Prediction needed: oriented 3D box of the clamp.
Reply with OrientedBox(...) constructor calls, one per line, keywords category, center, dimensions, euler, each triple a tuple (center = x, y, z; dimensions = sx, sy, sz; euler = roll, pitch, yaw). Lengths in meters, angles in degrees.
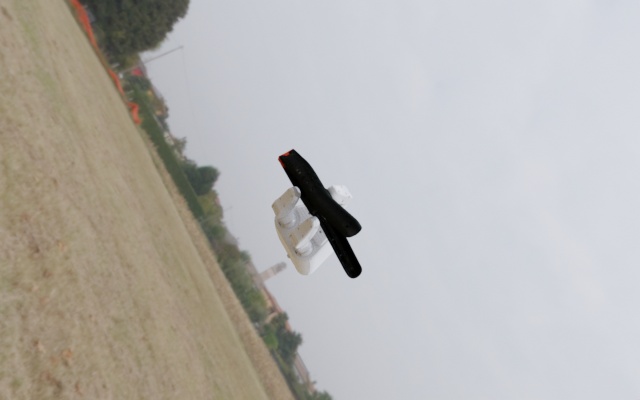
OrientedBox(category="clamp", center=(0.001, 0.001, 0.675), dimensions=(0.036, 0.210, 0.165), euler=(-29, -20, -12))
